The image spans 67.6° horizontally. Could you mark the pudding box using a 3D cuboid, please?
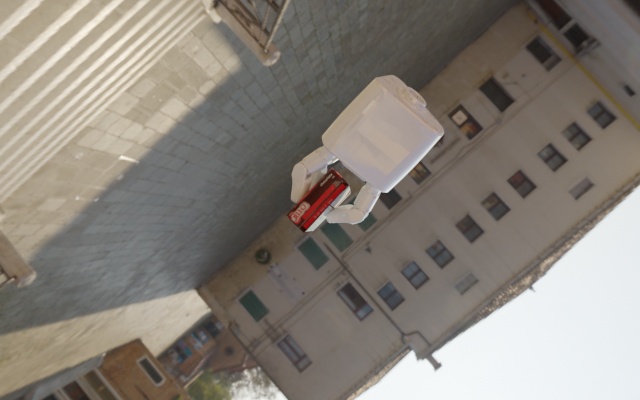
[{"bbox_3d":[0.000,0.002,0.677,0.039,0.090,0.113,45,1,7],"label":"pudding box"}]
